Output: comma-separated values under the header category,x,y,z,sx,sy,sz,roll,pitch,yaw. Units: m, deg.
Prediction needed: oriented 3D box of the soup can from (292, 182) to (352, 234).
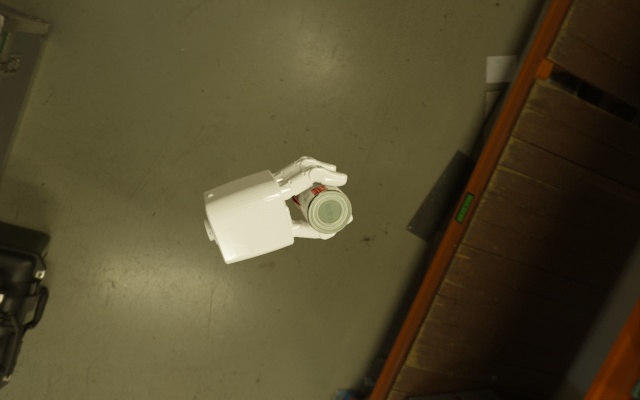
category,x,y,z,sx,sy,sz,roll,pitch,yaw
soup can,0.001,0.002,0.720,0.068,0.068,0.102,0,17,-16
